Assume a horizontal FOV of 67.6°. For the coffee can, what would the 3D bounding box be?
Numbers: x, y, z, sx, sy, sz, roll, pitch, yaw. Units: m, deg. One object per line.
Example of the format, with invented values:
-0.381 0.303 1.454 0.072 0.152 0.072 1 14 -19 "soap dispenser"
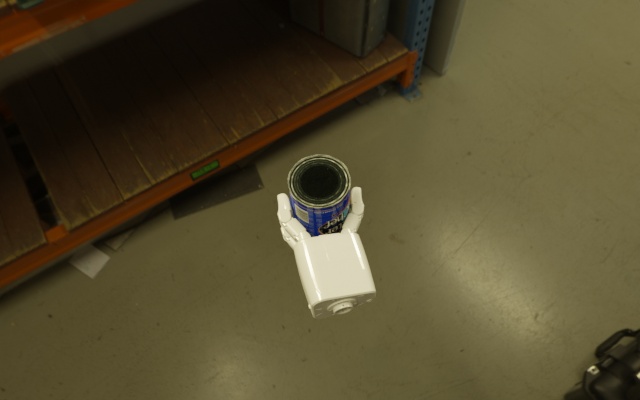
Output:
0.000 0.003 0.823 0.103 0.102 0.140 0 -30 2 "coffee can"
